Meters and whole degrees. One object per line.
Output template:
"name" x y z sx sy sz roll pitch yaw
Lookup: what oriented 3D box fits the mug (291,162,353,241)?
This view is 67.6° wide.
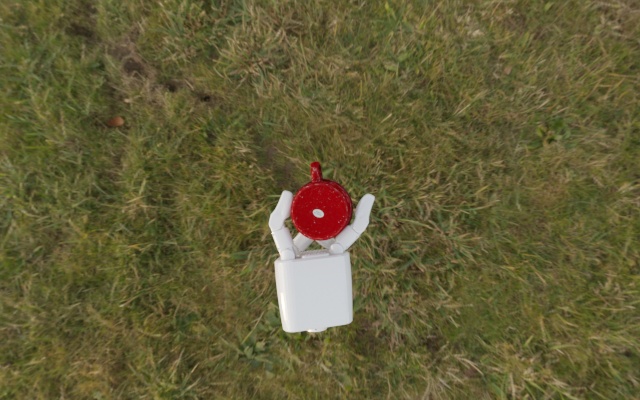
"mug" 0.000 0.001 0.686 0.093 0.117 0.081 -5 1 3
